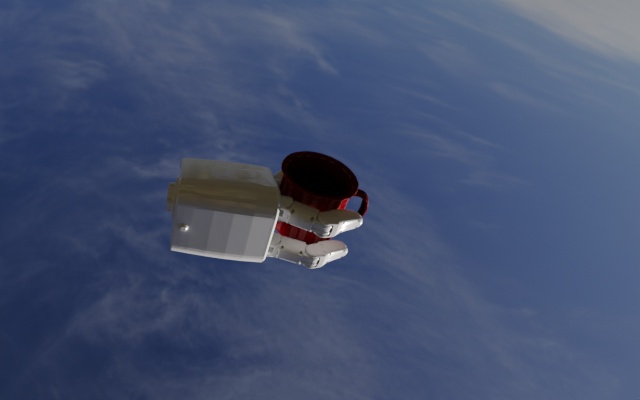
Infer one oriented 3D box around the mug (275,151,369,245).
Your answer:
[{"bbox_3d":[0.001,0.002,0.578,0.117,0.081,0.093,9,37,-16],"label":"mug"}]
